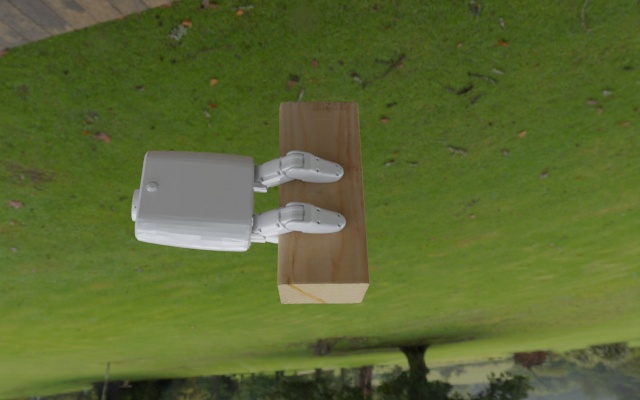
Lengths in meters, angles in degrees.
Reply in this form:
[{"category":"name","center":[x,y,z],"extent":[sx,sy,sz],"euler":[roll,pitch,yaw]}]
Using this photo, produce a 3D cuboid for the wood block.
[{"category":"wood block","center":[0.000,0.002,0.527],"extent":[0.090,0.206,0.091],"euler":[0,-24,-2]}]
